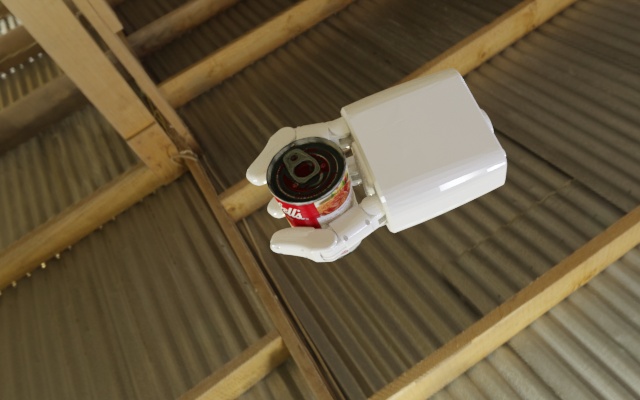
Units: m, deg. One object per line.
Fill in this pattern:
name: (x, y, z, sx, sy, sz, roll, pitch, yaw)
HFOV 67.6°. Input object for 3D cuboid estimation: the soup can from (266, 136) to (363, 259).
soup can: (0.000, 0.002, 0.428, 0.068, 0.068, 0.102, 0, -33, 17)
